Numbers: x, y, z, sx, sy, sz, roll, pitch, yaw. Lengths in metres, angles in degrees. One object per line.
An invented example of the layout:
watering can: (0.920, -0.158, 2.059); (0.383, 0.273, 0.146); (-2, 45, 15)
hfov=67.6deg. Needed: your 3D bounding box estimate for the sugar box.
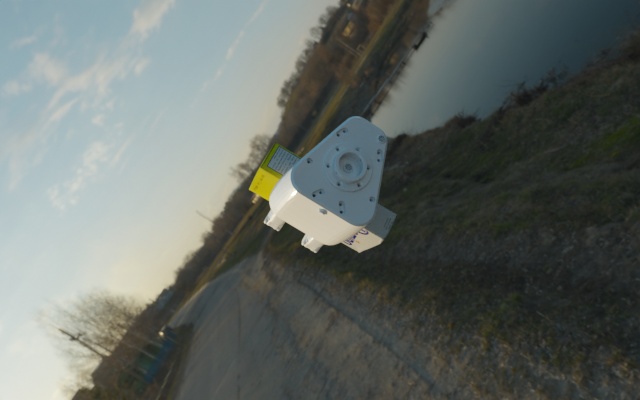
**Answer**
sugar box: (0.000, 0.002, 0.612); (0.176, 0.048, 0.093); (32, -22, -6)
